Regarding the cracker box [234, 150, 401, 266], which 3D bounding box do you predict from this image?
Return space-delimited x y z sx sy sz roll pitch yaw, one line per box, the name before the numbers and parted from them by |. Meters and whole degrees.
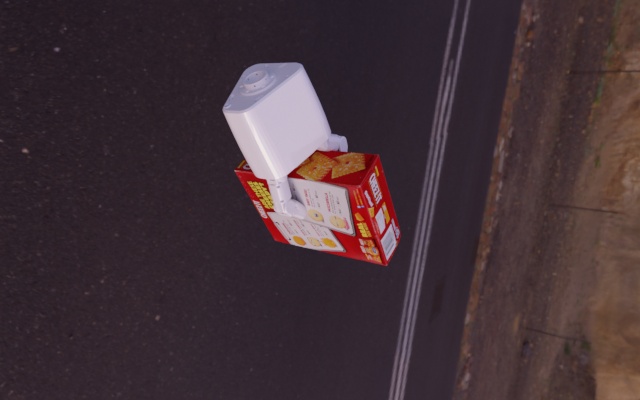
cracker box | 0.000 0.002 0.714 0.213 0.164 0.072 9 50 33
